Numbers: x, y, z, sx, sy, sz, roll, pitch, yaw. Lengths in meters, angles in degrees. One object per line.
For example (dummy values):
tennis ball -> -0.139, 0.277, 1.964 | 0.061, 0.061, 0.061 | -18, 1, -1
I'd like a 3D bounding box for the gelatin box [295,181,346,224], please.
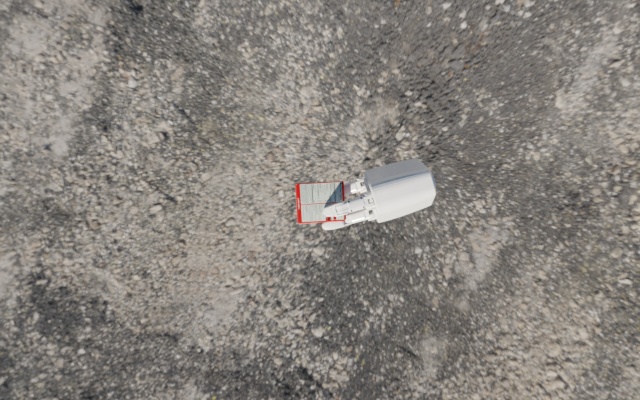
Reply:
gelatin box -> 0.000, 0.003, 0.868 | 0.089, 0.073, 0.030 | -4, 3, -2
